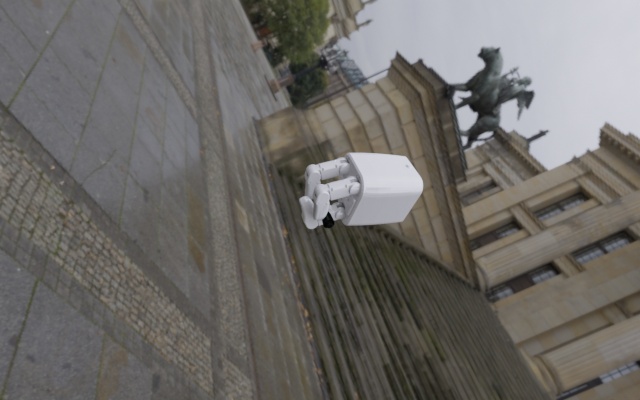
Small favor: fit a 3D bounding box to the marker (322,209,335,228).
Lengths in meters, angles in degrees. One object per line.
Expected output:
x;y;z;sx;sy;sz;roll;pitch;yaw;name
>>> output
0.000;0.003;0.780;0.020;0.020;0.121;0;38;-18;marker
